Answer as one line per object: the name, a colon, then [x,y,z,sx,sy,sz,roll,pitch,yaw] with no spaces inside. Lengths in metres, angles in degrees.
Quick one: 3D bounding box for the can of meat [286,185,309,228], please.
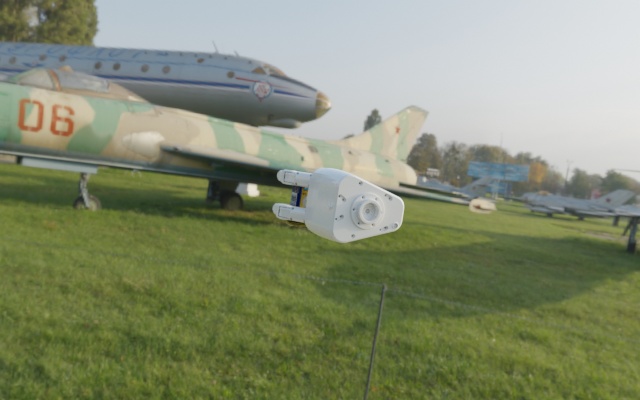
can of meat: [0.000,0.002,0.779,0.102,0.084,0.057,7,4,-17]
